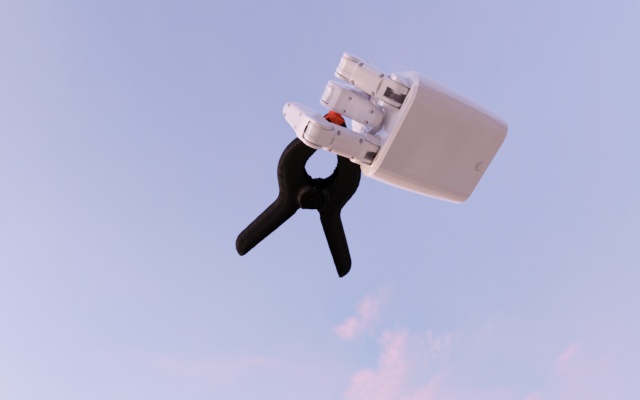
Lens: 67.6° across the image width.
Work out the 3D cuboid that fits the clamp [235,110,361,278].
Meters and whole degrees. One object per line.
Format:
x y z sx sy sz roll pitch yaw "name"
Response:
0.000 0.001 0.464 0.120 0.171 0.039 19 26 -18 "clamp"
